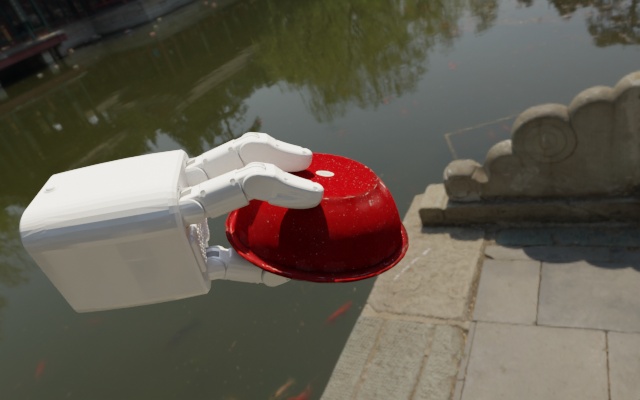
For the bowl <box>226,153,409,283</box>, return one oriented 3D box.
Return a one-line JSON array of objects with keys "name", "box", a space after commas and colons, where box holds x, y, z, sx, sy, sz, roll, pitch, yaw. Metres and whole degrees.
[{"name": "bowl", "box": [0.001, 0.001, 0.412, 0.162, 0.055, 0.162, 5, 27, -3]}]
